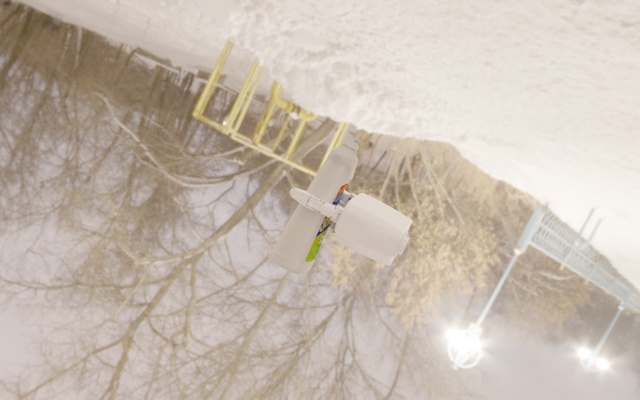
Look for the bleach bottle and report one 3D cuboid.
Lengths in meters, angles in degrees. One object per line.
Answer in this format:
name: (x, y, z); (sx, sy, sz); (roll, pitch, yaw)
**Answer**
bleach bottle: (0.000, 0.003, 0.840); (0.068, 0.251, 0.102); (27, 4, 15)
